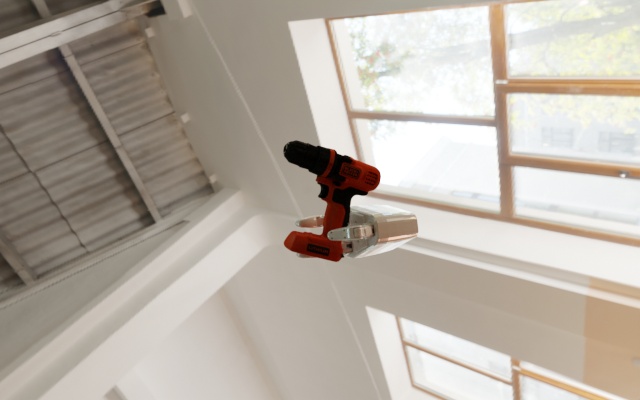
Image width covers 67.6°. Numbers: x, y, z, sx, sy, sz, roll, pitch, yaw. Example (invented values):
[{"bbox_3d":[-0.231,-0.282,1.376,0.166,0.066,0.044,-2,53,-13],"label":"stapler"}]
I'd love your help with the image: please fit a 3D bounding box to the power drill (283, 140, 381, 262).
[{"bbox_3d":[0.000,0.003,0.830,0.184,0.187,0.057,17,6,-19],"label":"power drill"}]
